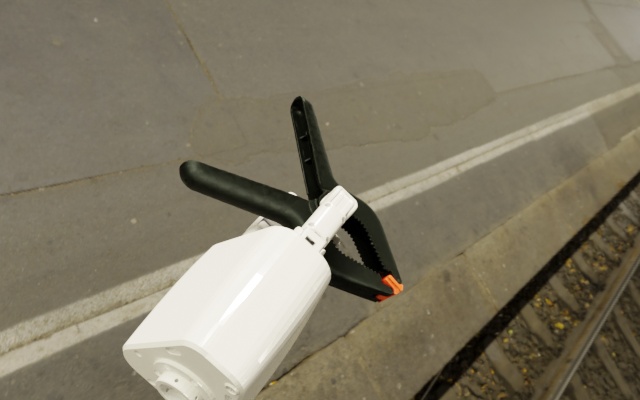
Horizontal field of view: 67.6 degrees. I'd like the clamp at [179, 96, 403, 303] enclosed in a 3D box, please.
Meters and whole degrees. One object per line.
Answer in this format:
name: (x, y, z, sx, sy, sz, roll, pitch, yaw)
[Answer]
clamp: (0.001, 0.002, 0.436, 0.036, 0.210, 0.164, -41, 7, 49)
